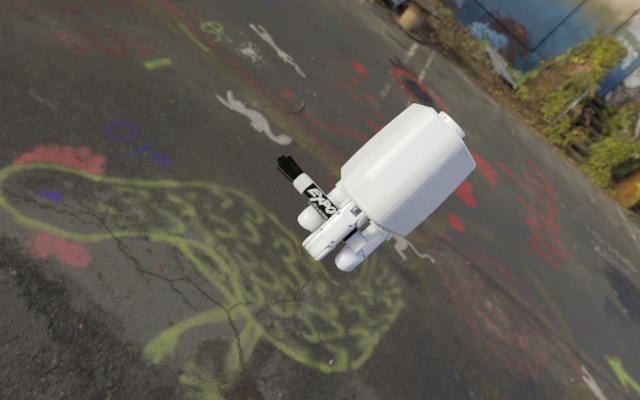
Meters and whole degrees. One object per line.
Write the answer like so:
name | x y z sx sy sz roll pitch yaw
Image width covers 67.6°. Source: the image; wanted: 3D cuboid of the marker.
marker | 0.000 0.002 0.468 0.020 0.121 0.020 -42 -7 -7
